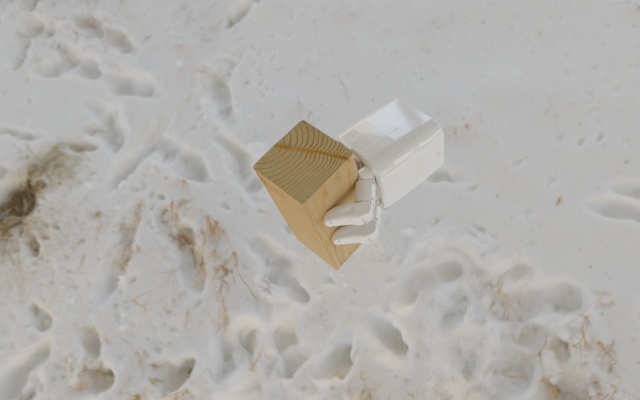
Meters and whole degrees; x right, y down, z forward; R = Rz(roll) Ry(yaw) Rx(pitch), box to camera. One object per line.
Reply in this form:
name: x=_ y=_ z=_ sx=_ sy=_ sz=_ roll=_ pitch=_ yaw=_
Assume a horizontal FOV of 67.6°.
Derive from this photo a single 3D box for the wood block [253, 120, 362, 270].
wood block: x=0.000 y=0.002 z=0.649 sx=0.090 sy=0.090 sz=0.206 roll=37 pitch=-15 yaw=29
